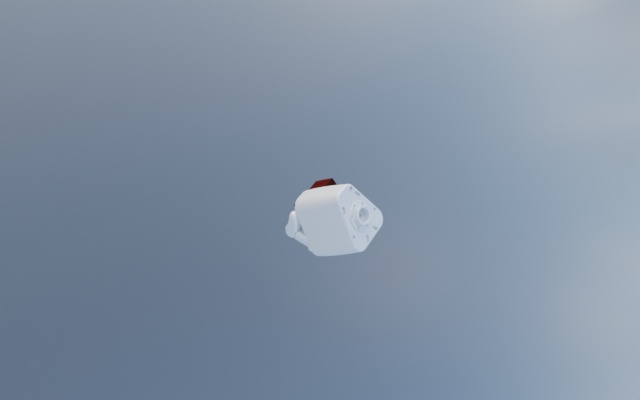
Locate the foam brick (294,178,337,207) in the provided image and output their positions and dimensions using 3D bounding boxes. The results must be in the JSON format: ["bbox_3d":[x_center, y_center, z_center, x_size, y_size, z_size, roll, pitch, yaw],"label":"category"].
[{"bbox_3d":[0.000,0.003,0.897,0.051,0.053,0.078,-11,31,48],"label":"foam brick"}]
